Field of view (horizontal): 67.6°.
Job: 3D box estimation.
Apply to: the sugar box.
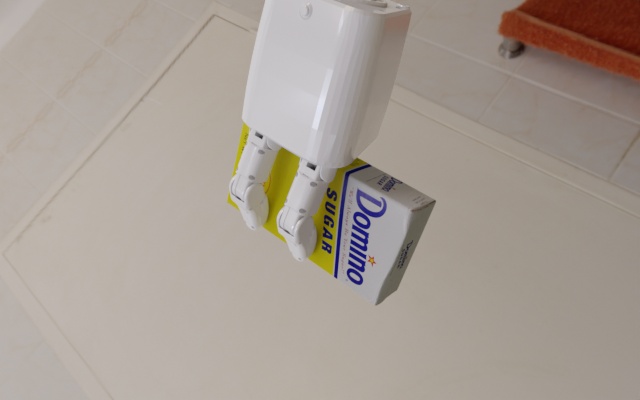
[{"bbox_3d":[0.000,0.001,0.410,0.176,0.093,0.048,32,31,28],"label":"sugar box"}]
